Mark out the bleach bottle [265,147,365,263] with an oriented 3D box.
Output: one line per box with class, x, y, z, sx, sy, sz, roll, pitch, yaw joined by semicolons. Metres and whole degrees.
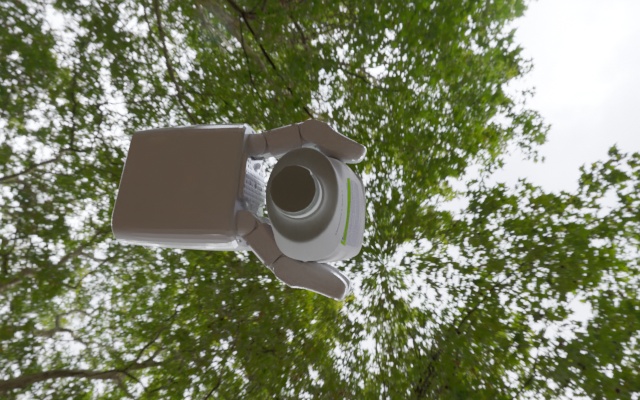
bleach bottle;0.000;0.001;0.407;0.068;0.102;0.251;0;-8;8
